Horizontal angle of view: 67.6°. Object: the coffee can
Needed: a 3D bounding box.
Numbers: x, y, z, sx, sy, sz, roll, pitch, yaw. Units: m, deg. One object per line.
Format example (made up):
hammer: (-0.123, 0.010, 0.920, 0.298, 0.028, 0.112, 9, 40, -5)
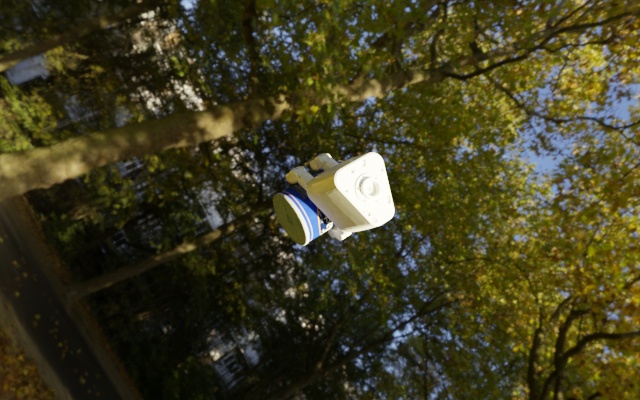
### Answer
coffee can: (0.000, 0.003, 0.862, 0.140, 0.103, 0.103, -30, 13, -24)
